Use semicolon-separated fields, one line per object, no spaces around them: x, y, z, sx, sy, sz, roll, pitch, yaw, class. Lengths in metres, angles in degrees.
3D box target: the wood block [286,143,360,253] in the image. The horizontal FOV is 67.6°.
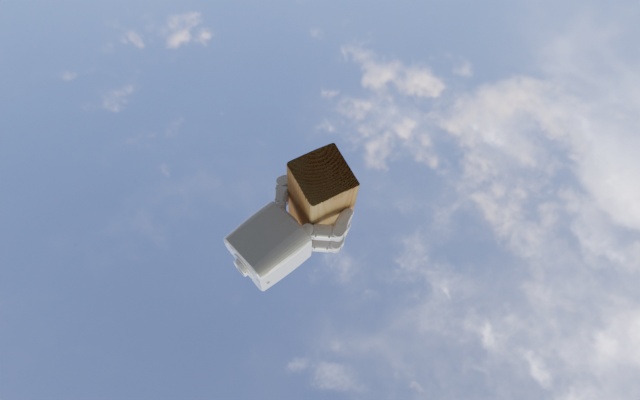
0.000;0.003;0.840;0.090;0.090;0.206;-25;-22;-14;wood block
